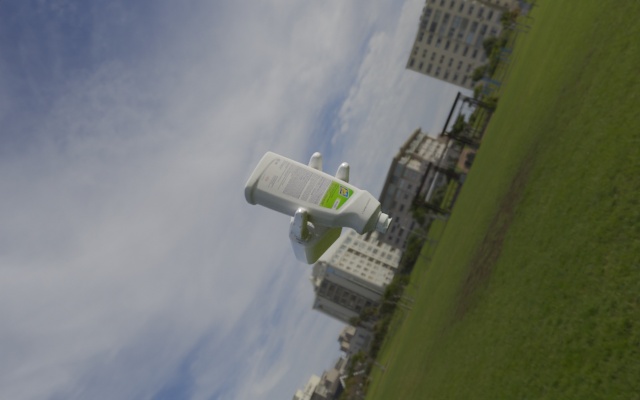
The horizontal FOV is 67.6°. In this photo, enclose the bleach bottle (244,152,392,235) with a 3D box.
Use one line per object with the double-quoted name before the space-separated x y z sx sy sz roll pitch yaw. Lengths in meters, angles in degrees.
"bleach bottle" 0.000 0.003 0.835 0.251 0.102 0.068 23 -24 12
